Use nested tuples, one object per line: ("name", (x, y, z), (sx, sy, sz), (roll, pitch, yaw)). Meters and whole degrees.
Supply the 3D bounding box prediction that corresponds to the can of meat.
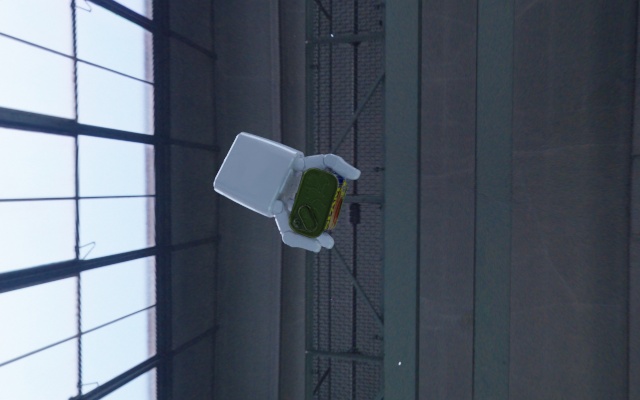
("can of meat", (0.000, 0.002, 0.737), (0.057, 0.102, 0.084), (19, 7, 14))
